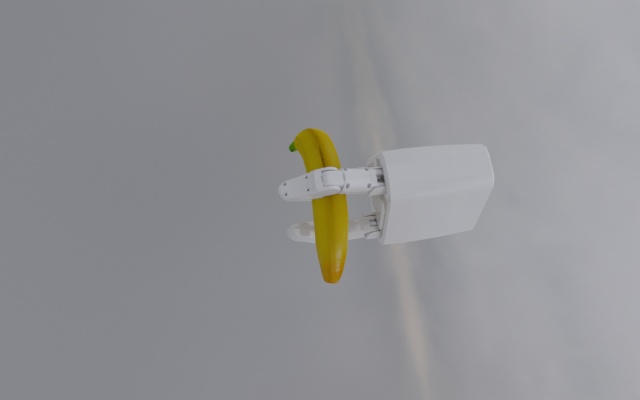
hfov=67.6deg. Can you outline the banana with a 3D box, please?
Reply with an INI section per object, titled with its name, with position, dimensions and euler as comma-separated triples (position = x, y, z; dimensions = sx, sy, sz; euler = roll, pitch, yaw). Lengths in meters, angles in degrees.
[banana]
position = 0.002, -0.013, 0.494
dimensions = 0.037, 0.197, 0.070
euler = -3, -40, -14
